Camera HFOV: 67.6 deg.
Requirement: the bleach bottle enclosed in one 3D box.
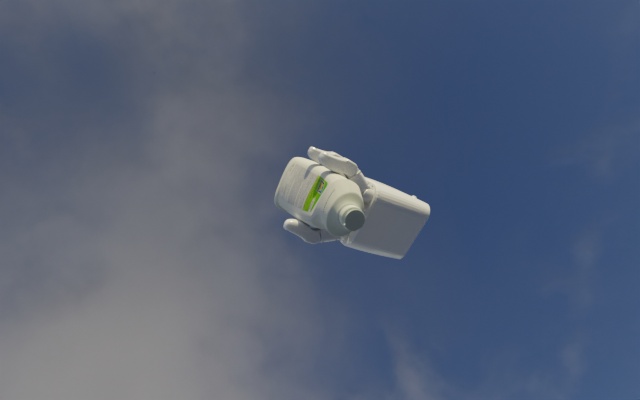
[{"bbox_3d":[0.000,0.002,0.719,0.068,0.102,0.250,18,8,-23],"label":"bleach bottle"}]
